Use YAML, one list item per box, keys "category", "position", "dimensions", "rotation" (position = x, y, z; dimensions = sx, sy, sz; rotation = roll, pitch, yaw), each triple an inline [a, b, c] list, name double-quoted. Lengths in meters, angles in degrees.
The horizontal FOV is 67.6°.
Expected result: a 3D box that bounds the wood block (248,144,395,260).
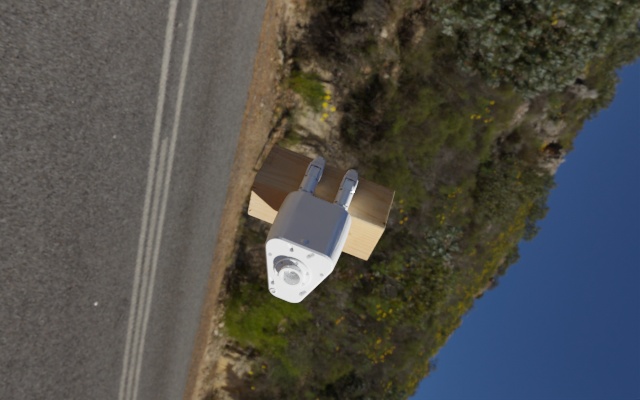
- category: "wood block"
  position: [0.000, 0.003, 0.762]
  dimensions: [0.206, 0.090, 0.091]
  rotation: [22, -42, 1]
